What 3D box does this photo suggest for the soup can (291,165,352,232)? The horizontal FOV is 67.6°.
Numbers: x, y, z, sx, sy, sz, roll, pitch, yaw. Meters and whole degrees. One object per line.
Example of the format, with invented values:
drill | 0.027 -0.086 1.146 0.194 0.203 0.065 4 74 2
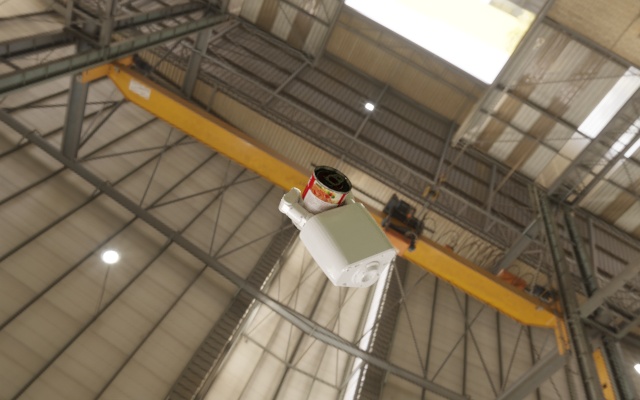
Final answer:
soup can | 0.000 0.002 0.792 0.068 0.102 0.068 20 33 -14
